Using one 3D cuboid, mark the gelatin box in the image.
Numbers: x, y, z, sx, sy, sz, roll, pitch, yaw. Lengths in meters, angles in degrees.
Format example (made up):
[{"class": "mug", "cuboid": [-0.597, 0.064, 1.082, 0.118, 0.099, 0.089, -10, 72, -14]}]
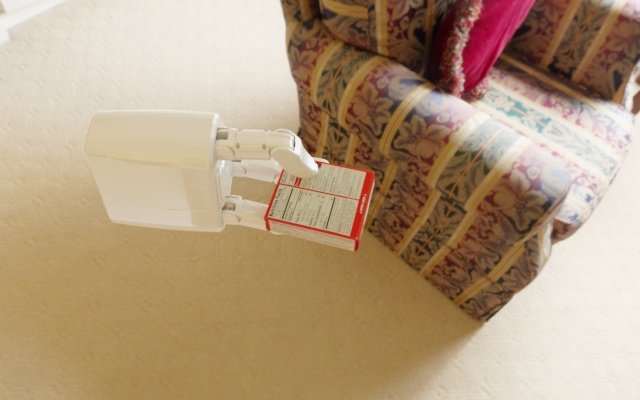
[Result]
[{"class": "gelatin box", "cuboid": [0.000, 0.001, 0.447, 0.089, 0.073, 0.030, 12, -29, 9]}]
